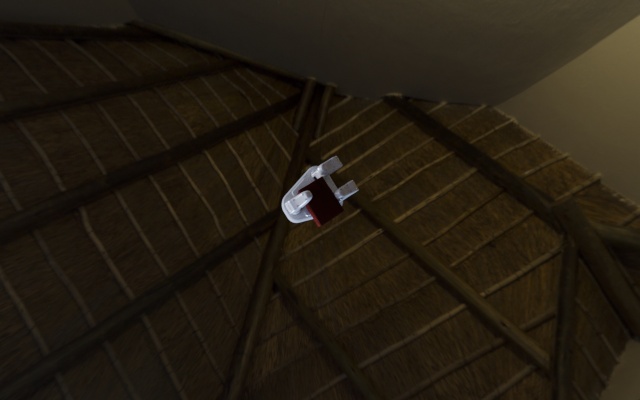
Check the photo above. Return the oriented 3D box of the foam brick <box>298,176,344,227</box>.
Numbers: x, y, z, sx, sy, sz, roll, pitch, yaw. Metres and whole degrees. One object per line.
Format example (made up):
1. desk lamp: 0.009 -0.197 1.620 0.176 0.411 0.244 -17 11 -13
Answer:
1. foam brick: 0.000 0.003 0.881 0.053 0.078 0.051 -31 -3 -8
